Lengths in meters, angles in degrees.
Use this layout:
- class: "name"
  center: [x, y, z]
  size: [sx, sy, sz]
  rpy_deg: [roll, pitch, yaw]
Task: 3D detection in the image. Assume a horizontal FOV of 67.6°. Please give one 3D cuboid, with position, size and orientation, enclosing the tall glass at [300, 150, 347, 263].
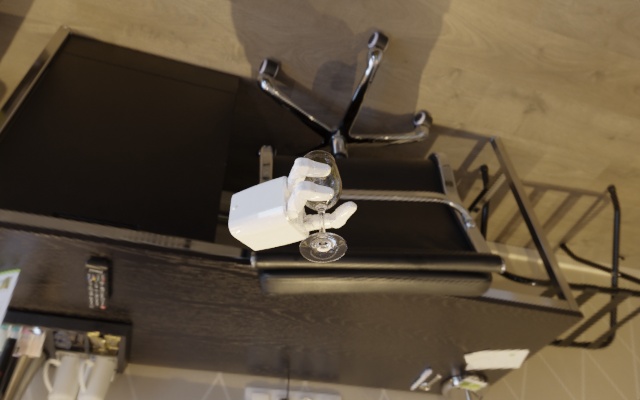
- class: "tall glass"
  center: [0.000, 0.003, 0.811]
  size: [0.079, 0.200, 0.079]
  rpy_deg: [-1, -43, -1]
